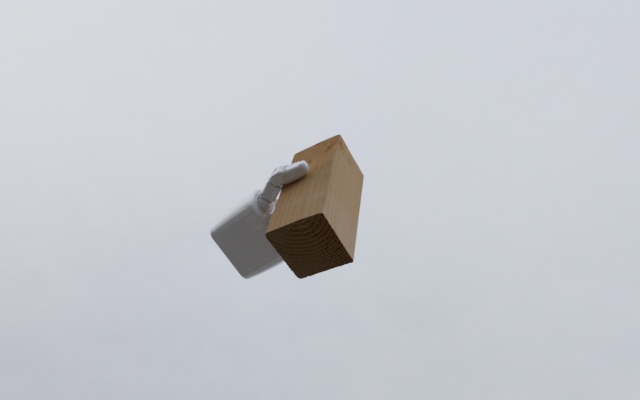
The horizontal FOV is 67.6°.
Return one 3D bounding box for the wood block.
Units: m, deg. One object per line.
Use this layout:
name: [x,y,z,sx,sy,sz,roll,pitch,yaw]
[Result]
wood block: [0.000,0.002,0.700,0.090,0.091,0.206,-21,30,23]
